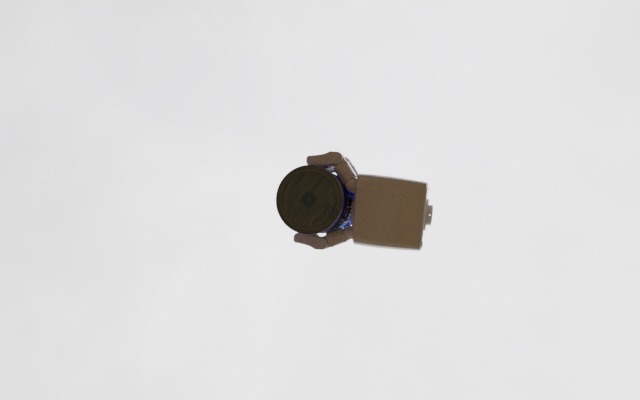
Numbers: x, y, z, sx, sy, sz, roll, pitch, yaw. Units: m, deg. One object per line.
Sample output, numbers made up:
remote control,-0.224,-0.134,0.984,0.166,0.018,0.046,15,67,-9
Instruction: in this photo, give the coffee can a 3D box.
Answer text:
coffee can,0.000,0.003,0.765,0.103,0.103,0.140,0,-3,15
